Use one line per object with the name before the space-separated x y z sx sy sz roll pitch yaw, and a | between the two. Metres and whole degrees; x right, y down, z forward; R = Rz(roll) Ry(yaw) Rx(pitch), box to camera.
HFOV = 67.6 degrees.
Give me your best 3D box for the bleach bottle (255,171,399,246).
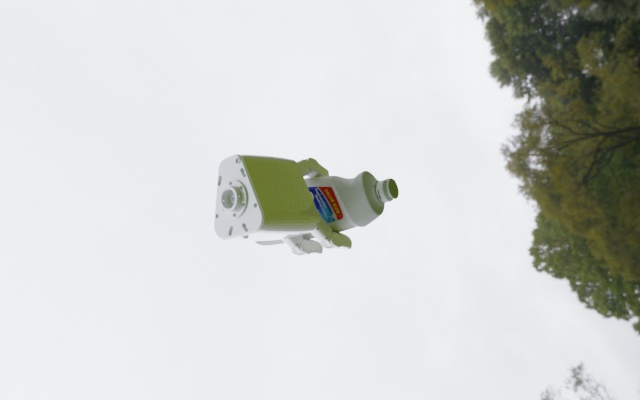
bleach bottle | 0.000 0.002 0.721 0.251 0.102 0.068 -15 -11 36
